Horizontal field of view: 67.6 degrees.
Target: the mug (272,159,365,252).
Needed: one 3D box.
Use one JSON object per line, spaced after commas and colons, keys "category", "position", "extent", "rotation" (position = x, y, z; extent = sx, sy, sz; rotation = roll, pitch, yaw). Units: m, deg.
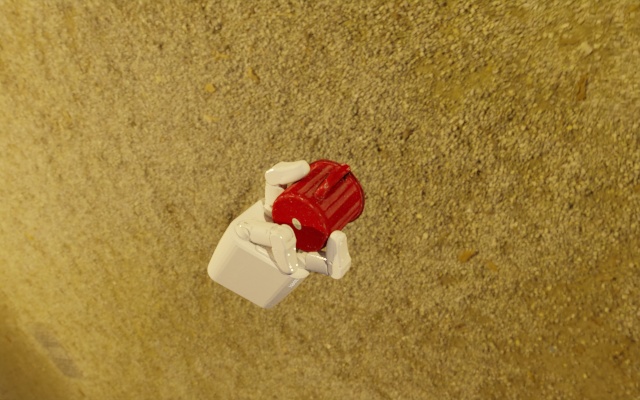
{"category": "mug", "position": [0.001, 0.001, 0.570], "extent": [0.081, 0.093, 0.117], "rotation": [-43, -7, -45]}
